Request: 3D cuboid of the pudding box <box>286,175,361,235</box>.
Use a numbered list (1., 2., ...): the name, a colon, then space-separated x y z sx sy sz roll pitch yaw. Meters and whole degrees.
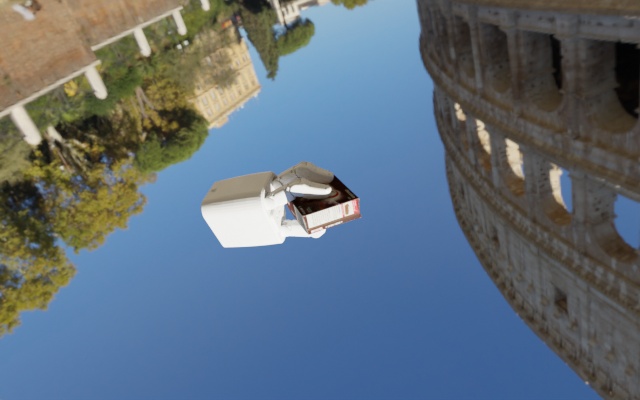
1. pudding box: 0.000 0.003 0.742 0.090 0.039 0.113 -19 30 -13
